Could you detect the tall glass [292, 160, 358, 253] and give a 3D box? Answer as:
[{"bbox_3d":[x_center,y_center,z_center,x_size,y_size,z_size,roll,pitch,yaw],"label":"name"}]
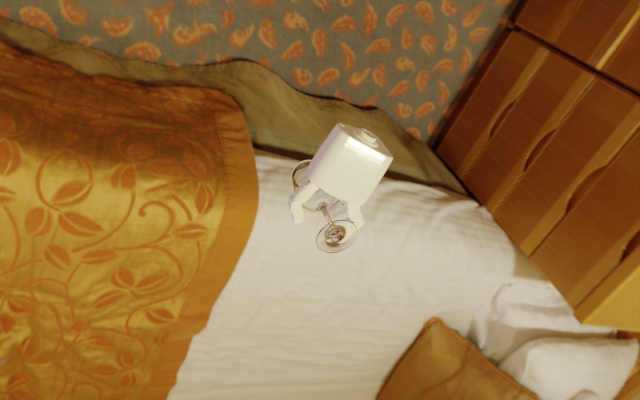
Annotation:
[{"bbox_3d":[0.000,0.003,0.884,0.079,0.079,0.201,0,36,-21],"label":"tall glass"}]
